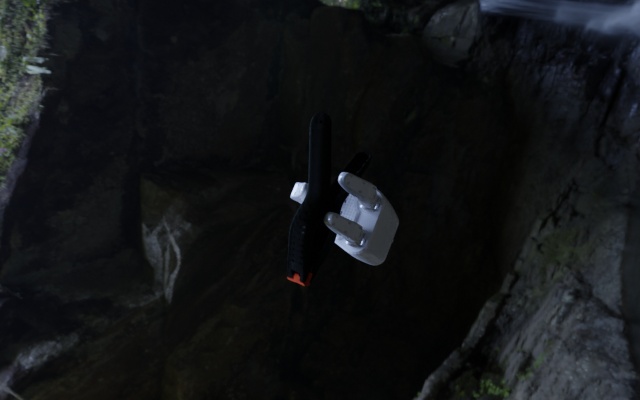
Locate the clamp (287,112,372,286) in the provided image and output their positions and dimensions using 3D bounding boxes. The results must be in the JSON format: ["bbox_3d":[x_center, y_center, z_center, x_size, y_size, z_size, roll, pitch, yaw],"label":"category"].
[{"bbox_3d":[-0.001,0.002,0.607,0.036,0.210,0.165,16,-12,29],"label":"clamp"}]
